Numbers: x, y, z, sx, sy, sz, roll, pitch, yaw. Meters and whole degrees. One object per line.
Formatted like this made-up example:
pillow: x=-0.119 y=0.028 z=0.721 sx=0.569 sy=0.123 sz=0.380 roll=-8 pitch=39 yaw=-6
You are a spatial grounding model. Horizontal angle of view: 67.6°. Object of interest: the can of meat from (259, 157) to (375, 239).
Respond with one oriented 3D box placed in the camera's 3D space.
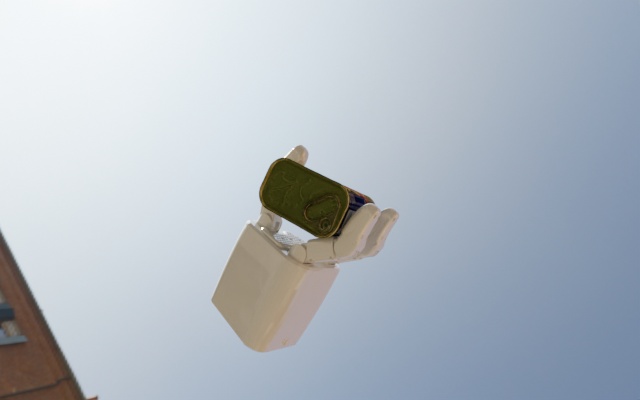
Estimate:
can of meat: x=0.000 y=0.002 z=0.511 sx=0.102 sy=0.057 sz=0.084 roll=27 pitch=5 yaw=29
